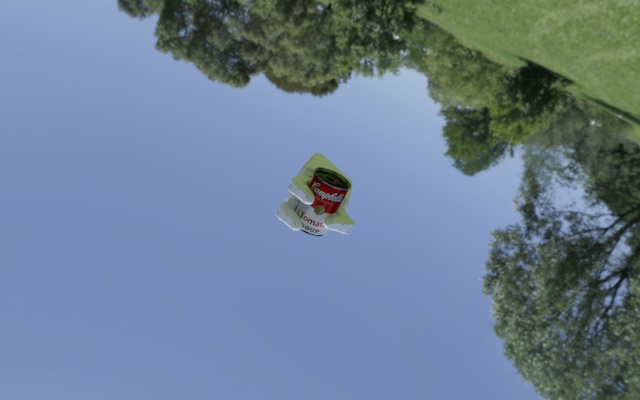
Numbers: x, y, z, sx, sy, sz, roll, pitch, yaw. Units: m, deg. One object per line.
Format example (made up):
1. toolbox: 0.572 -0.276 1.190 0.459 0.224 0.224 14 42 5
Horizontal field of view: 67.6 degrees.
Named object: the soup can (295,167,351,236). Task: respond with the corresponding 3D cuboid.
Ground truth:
1. soup can: 0.000 0.003 0.831 0.068 0.102 0.068 22 24 -11
